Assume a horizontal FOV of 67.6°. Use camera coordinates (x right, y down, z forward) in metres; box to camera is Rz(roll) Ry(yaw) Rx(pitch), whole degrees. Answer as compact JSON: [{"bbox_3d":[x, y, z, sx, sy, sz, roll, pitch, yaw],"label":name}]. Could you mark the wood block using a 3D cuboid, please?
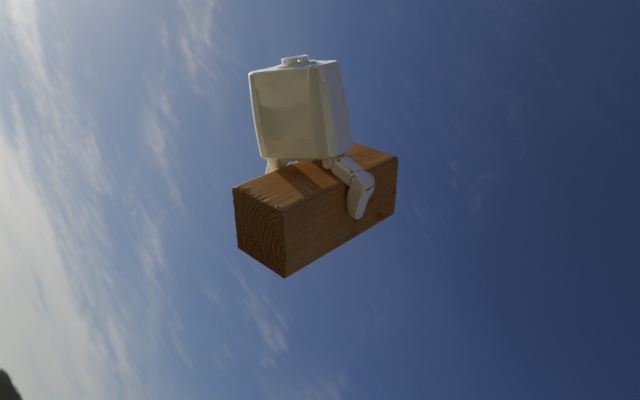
[{"bbox_3d":[0.000,0.002,0.609,0.091,0.090,0.206,25,37,38],"label":"wood block"}]
